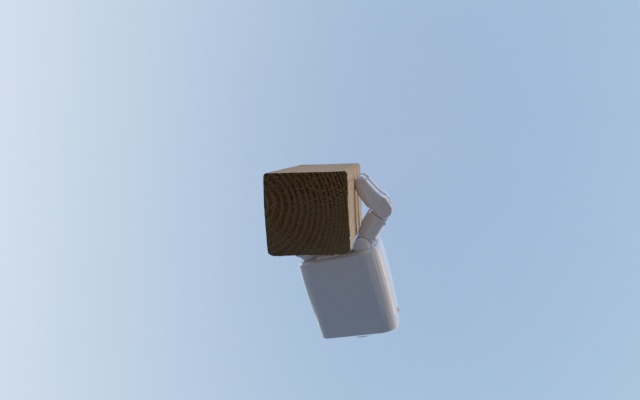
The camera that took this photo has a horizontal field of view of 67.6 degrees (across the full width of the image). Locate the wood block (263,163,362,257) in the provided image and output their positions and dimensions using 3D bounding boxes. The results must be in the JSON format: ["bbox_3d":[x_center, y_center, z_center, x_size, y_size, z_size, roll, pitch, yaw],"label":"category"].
[{"bbox_3d":[0.000,0.002,0.594,0.091,0.090,0.206,-2,6,8],"label":"wood block"}]
